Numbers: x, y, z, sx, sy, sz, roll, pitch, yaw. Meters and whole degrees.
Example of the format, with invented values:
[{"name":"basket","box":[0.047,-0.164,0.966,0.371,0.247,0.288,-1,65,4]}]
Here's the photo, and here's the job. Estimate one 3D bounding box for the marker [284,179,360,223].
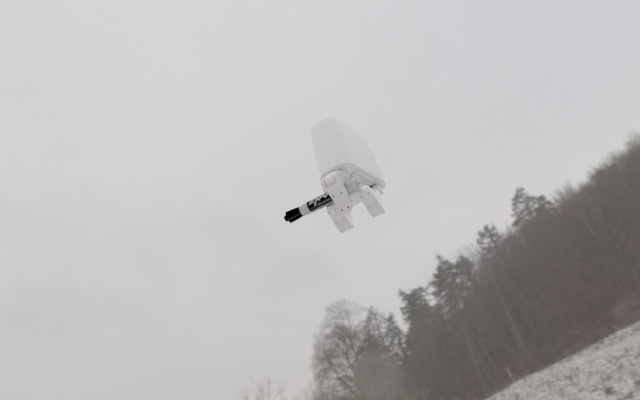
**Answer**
[{"name":"marker","box":[0.000,0.002,0.695,0.121,0.020,0.020,-26,-7,15]}]
